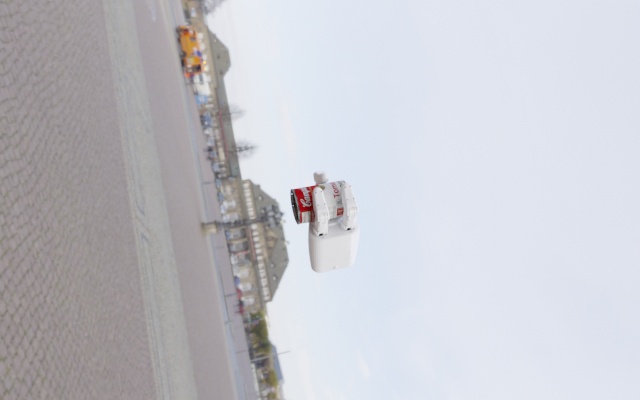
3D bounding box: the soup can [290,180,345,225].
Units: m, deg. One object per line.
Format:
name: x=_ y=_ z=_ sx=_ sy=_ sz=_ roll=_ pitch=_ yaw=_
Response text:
soup can: x=0.000 y=0.002 z=0.893 sx=0.102 sy=0.068 sz=0.068 roll=-11 pitch=2 yaw=-11
